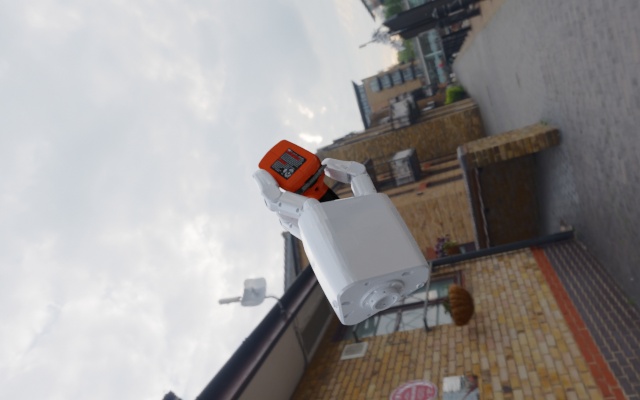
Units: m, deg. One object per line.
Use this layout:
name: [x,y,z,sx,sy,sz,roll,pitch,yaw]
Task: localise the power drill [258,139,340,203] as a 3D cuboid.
power drill: [0.000,0.002,0.648,0.188,0.057,0.184,46,-8,-36]
